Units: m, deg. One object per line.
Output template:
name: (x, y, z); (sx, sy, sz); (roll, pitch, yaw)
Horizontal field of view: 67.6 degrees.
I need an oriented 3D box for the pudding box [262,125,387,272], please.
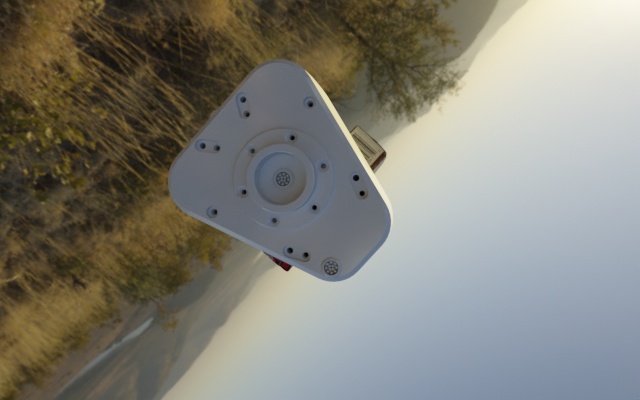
pudding box: (0.000, 0.001, 0.409); (0.113, 0.039, 0.090); (-45, -6, -24)
